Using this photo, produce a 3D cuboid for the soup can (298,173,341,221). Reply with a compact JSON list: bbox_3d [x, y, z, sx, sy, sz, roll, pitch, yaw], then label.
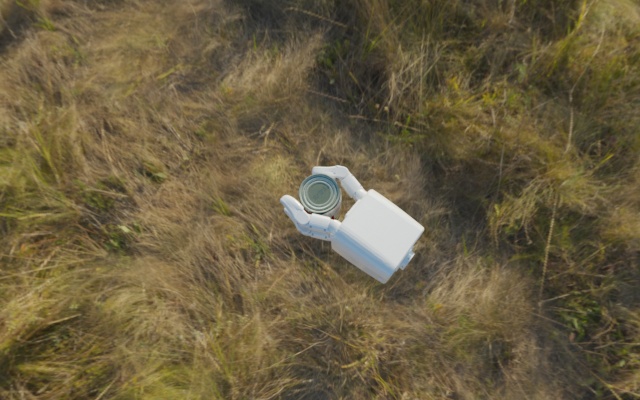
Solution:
[{"bbox_3d":[0.000,0.002,0.786,0.068,0.068,0.102,0,-16,2],"label":"soup can"}]
